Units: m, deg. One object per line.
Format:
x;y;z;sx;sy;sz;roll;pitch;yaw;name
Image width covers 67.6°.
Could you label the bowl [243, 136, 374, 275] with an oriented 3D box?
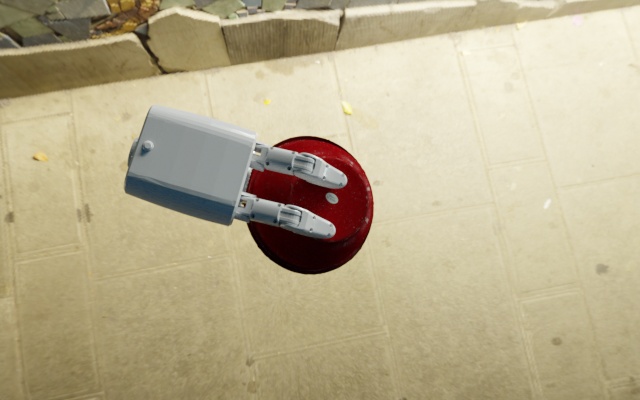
0.001;0.002;0.529;0.162;0.162;0.055;0;-6;-23;bowl
